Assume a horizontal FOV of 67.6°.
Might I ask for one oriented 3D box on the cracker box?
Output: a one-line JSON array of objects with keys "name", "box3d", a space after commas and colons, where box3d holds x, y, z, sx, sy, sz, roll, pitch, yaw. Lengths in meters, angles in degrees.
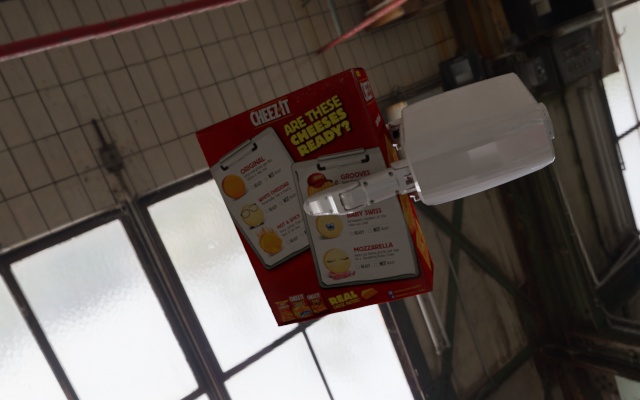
[{"name": "cracker box", "box3d": [0.000, 0.002, 0.469, 0.164, 0.214, 0.072, -18, 11, 18]}]
